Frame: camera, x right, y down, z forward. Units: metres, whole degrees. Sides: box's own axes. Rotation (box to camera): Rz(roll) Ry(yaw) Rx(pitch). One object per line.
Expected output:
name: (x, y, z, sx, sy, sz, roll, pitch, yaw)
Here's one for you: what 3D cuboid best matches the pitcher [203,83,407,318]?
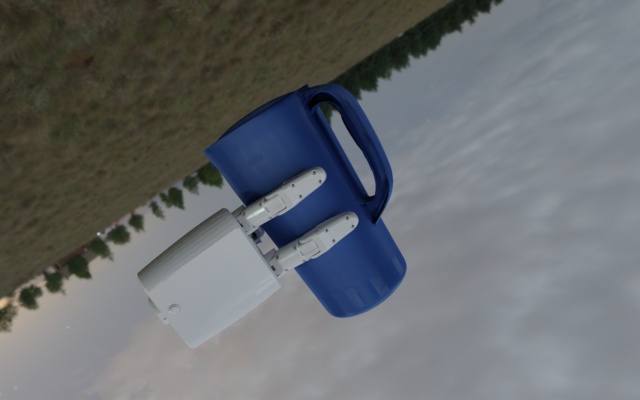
pitcher: (0.000, 0.002, 0.524, 0.145, 0.243, 0.149, -36, 11, -14)
